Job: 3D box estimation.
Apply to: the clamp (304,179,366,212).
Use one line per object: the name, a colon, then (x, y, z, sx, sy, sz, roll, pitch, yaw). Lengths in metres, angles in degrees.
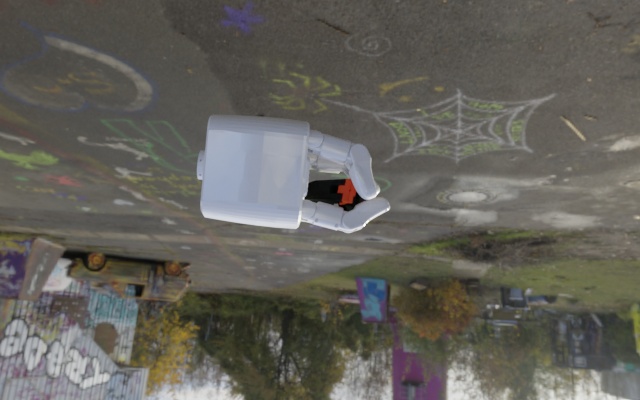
clamp: (0.000, 0.003, 0.598, 0.120, 0.039, 0.171, 6, -15, -5)
